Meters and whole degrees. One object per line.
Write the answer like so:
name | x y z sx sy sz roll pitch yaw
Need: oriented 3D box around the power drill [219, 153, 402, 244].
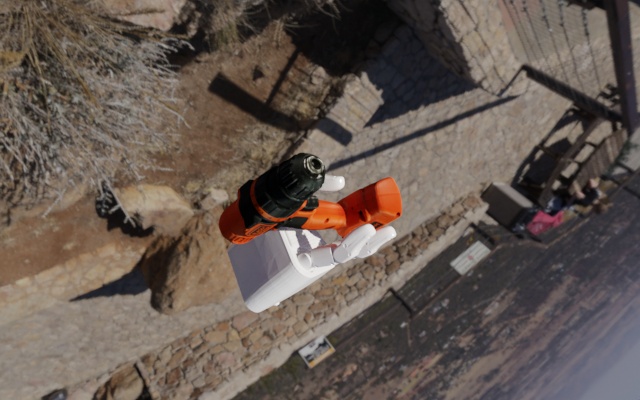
power drill | 0.000 0.002 0.540 0.187 0.057 0.184 4 -22 -35
